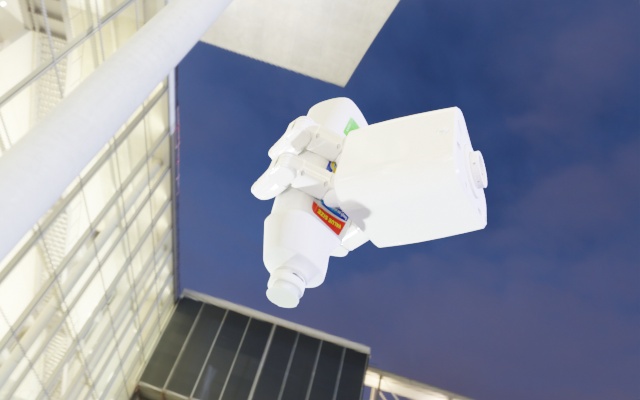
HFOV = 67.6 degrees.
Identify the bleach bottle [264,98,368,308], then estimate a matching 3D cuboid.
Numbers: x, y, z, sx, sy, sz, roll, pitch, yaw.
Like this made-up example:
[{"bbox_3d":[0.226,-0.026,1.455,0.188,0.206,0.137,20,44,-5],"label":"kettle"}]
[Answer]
[{"bbox_3d":[0.000,0.002,0.489,0.068,0.103,0.250,-11,39,27],"label":"bleach bottle"}]
